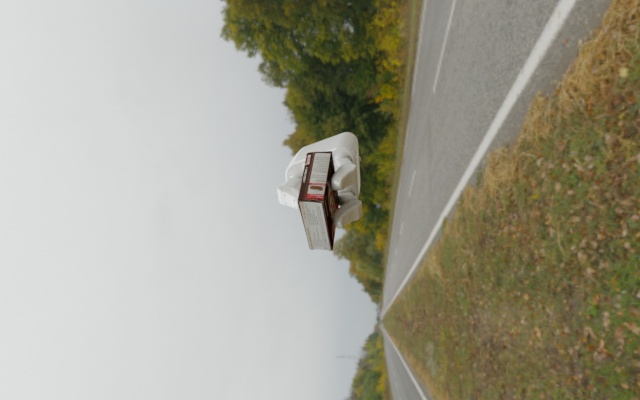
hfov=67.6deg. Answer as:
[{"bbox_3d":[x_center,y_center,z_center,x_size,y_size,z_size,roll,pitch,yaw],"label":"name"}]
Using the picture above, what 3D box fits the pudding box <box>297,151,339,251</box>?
[{"bbox_3d":[0.000,0.002,0.656,0.039,0.090,0.114,-1,-39,11],"label":"pudding box"}]
